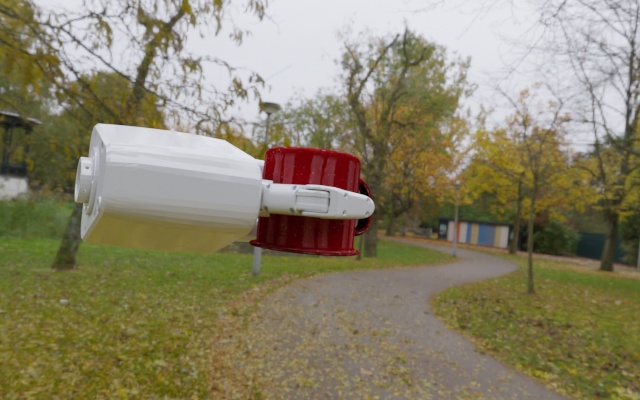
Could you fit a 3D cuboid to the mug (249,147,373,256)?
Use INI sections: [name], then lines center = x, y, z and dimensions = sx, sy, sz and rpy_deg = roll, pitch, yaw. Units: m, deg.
[mug]
center = 0.001, 0.001, 0.410
dimensions = 0.117, 0.081, 0.093
rpy_deg = 6, -1, -34
